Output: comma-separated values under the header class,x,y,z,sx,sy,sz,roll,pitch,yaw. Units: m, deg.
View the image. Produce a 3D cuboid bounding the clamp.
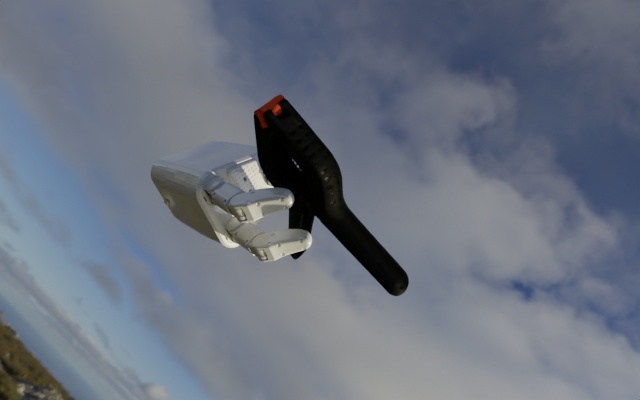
class,x,y,z,sx,sy,sz,roll,pitch,yaw
clamp,0.000,0.001,0.454,0.164,0.210,0.036,17,49,41
